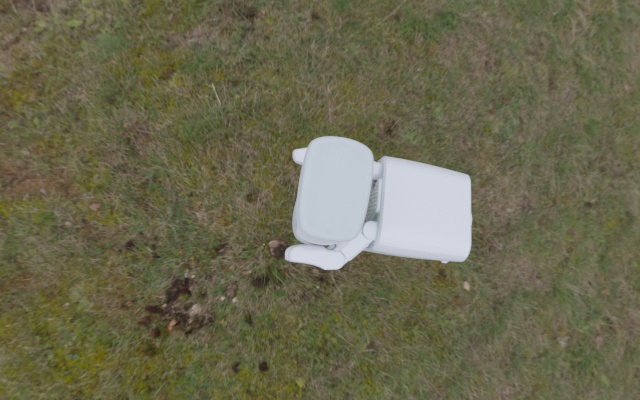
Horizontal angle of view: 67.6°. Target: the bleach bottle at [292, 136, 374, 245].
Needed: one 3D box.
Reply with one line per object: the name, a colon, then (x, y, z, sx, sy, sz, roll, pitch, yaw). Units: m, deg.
bleach bottle: (0.000, 0.002, 0.564, 0.068, 0.102, 0.251, 10, -6, -5)
